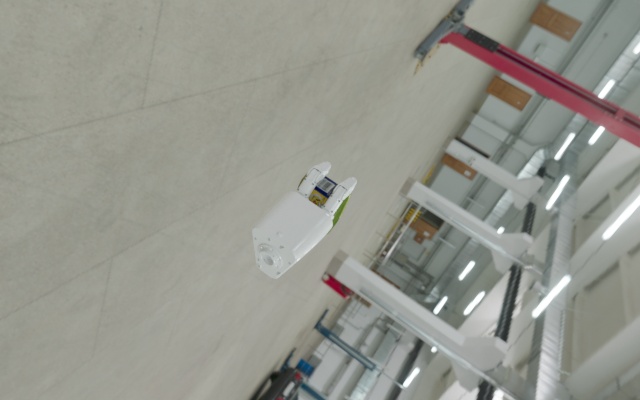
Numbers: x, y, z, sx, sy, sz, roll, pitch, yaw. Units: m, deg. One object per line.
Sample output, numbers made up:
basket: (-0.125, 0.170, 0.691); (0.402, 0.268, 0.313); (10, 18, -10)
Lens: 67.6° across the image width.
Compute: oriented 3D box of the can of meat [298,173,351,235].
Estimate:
can of meat: (0.000, 0.003, 0.885); (0.084, 0.102, 0.057); (34, 45, 13)
